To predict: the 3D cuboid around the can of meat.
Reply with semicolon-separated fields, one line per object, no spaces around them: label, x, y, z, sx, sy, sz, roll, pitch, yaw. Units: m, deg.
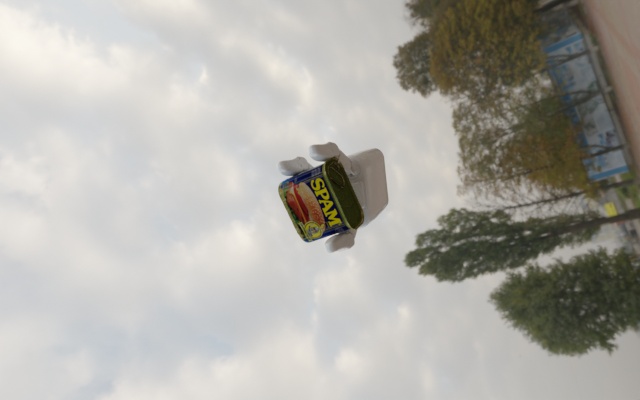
can of meat;0.000;0.002;0.668;0.084;0.102;0.057;-21;8;30
